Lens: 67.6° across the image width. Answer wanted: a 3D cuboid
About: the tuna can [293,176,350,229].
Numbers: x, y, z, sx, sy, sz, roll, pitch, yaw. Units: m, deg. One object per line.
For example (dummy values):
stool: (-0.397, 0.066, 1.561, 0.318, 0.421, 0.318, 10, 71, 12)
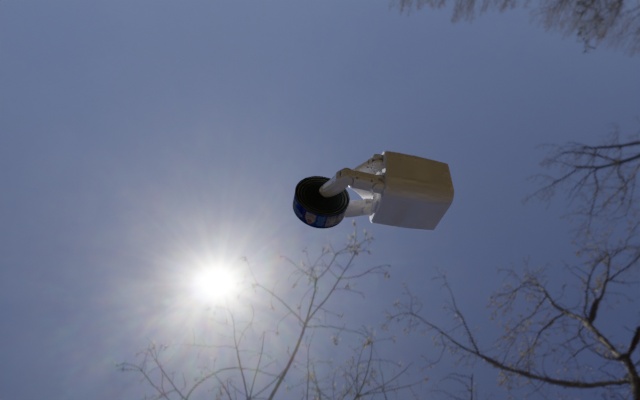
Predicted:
tuna can: (0.000, 0.003, 0.742, 0.086, 0.034, 0.086, 8, 43, -8)
